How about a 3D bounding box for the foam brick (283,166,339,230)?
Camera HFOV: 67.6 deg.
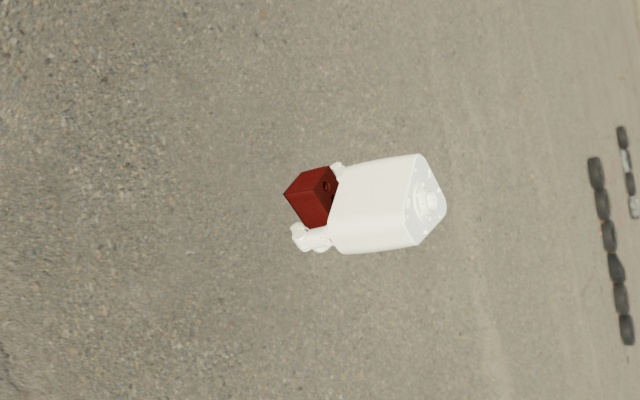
[{"bbox_3d":[0.000,0.002,0.628,0.051,0.078,0.053,-11,33,40],"label":"foam brick"}]
